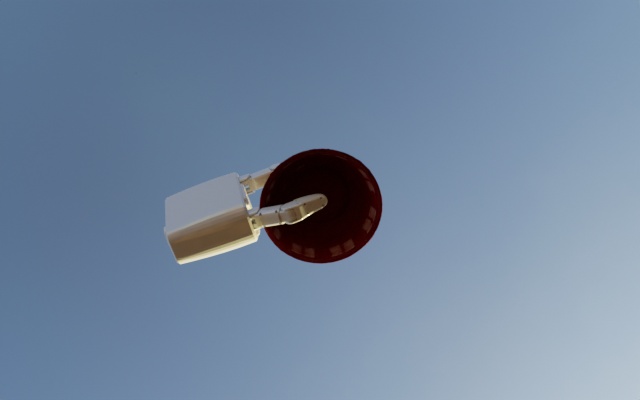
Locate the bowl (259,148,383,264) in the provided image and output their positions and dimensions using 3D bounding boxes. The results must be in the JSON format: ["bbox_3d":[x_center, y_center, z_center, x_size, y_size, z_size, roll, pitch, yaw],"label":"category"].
[{"bbox_3d":[0.001,0.002,0.648,0.162,0.162,0.055,0,20,-2],"label":"bowl"}]
